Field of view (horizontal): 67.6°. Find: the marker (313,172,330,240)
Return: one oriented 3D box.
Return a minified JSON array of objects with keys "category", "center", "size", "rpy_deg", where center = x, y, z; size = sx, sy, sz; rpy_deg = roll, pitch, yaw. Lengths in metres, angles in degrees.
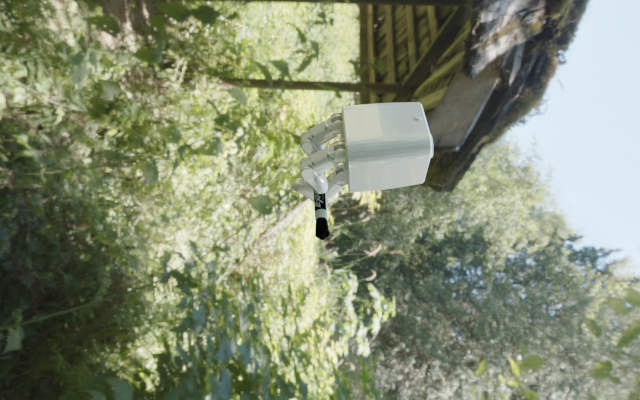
[{"category":"marker","center":[0.000,0.002,0.650],"size":[0.020,0.121,0.020],"rpy_deg":[-2,-40,-2]}]
